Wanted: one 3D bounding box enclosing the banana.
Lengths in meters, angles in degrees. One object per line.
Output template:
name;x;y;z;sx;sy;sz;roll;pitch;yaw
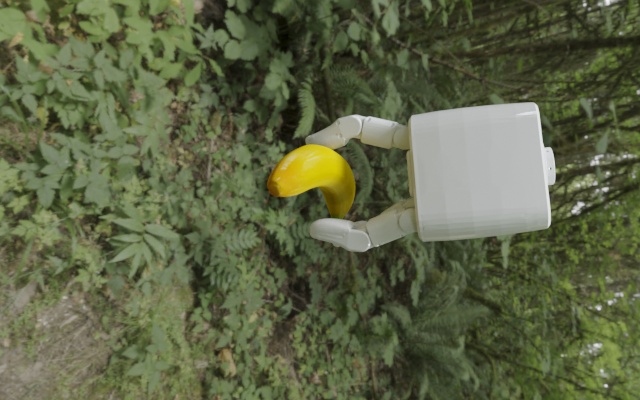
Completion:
banana;0.003;-0.016;0.447;0.037;0.069;0.198;0;-13;18
